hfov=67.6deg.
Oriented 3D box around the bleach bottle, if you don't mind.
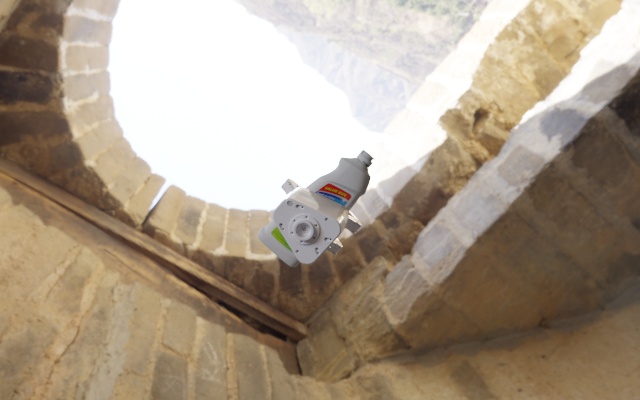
[{"bbox_3d":[0.000,0.003,0.887,0.102,0.251,0.068,41,12,-1],"label":"bleach bottle"}]
